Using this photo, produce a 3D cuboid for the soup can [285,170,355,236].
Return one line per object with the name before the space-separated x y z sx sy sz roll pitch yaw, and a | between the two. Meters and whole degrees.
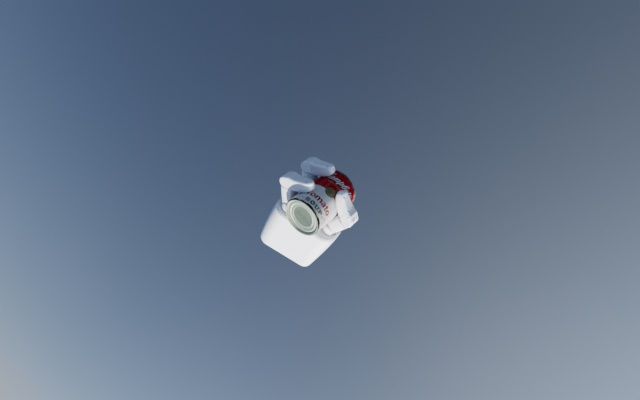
soup can | 0.000 0.002 0.767 0.068 0.068 0.102 0 29 43
